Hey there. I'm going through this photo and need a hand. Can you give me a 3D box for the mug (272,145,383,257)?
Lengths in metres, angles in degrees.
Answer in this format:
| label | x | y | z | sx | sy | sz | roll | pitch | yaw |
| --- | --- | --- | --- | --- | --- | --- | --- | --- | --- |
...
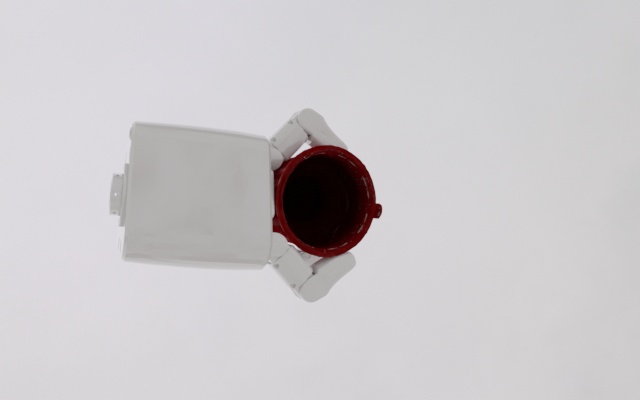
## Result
| label | x | y | z | sx | sy | sz | roll | pitch | yaw |
| --- | --- | --- | --- | --- | --- | --- | --- | --- | --- |
| mug | 0.001 | 0.001 | 0.436 | 0.117 | 0.093 | 0.081 | 7 | -2 | -26 |
